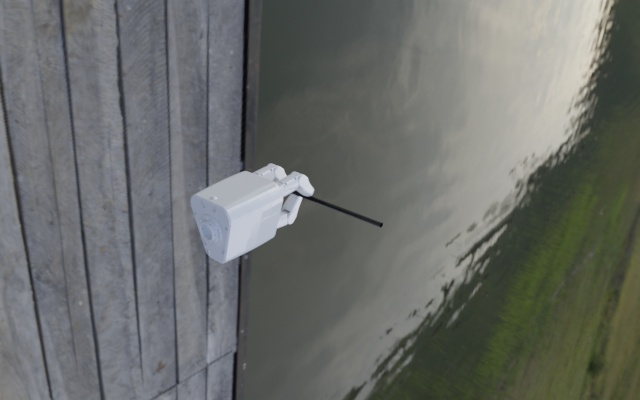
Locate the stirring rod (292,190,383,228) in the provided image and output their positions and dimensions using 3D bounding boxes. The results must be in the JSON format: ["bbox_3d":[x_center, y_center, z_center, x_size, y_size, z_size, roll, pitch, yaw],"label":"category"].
[{"bbox_3d":[0.000,0.003,0.794,0.239,0.011,0.011,21,12,34],"label":"stirring rod"}]
